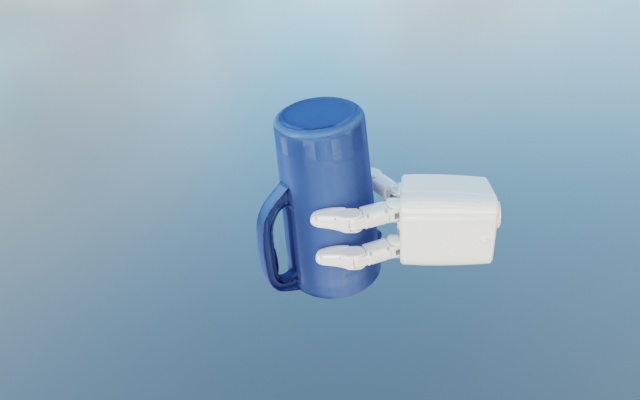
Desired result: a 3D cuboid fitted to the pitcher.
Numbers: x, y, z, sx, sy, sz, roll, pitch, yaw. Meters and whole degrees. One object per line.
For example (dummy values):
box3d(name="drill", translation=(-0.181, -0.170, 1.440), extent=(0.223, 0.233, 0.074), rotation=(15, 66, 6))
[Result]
box3d(name="pitcher", translation=(0.000, 0.002, 0.611), extent=(0.145, 0.243, 0.149), rotation=(2, 35, 13))
